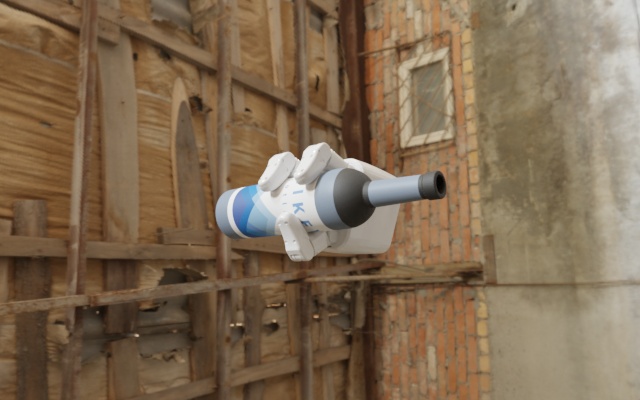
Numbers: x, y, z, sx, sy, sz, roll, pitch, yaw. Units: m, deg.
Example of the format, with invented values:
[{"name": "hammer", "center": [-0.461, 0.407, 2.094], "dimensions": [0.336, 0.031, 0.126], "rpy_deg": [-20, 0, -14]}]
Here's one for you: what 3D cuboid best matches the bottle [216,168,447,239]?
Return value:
[{"name": "bottle", "center": [0.000, 0.002, 0.543], "dimensions": [0.296, 0.069, 0.069], "rpy_deg": [-8, -5, 39]}]
